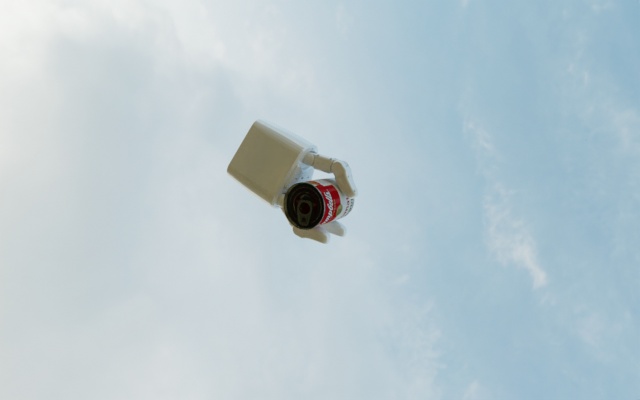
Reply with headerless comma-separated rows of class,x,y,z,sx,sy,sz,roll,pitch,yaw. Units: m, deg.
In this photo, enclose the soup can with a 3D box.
soup can,0.001,0.002,0.713,0.068,0.068,0.102,0,6,29
